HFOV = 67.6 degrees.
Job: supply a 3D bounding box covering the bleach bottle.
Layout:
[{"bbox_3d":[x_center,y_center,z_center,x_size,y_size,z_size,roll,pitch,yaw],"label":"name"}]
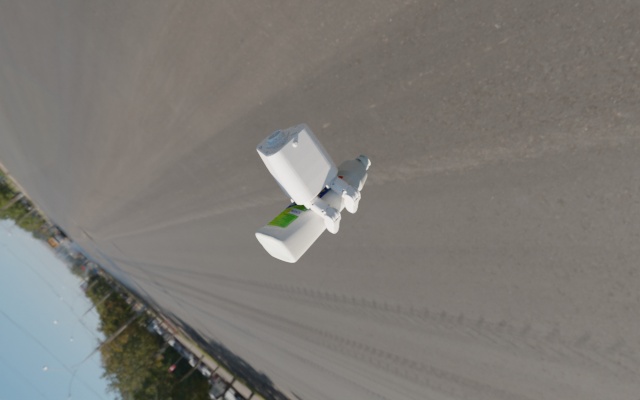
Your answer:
[{"bbox_3d":[0.000,0.003,0.887,0.250,0.068,0.102,-45,27,-23],"label":"bleach bottle"}]
